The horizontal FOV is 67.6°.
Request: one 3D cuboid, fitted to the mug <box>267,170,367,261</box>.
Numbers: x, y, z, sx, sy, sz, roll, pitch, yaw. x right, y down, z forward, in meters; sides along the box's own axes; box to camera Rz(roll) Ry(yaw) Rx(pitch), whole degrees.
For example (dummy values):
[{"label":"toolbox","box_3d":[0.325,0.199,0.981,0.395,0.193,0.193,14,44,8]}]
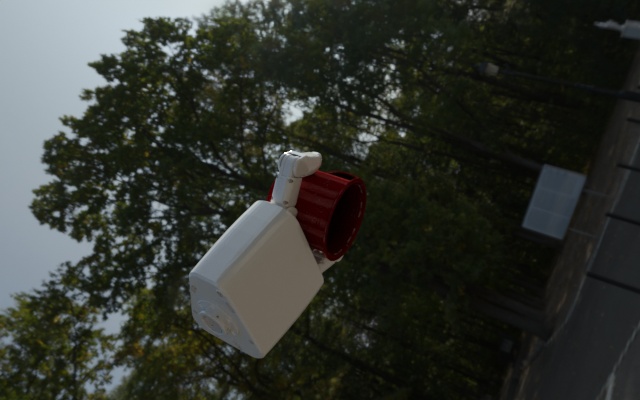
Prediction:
[{"label":"mug","box_3d":[0.001,0.001,0.532,0.081,0.093,0.117,20,47,25]}]
